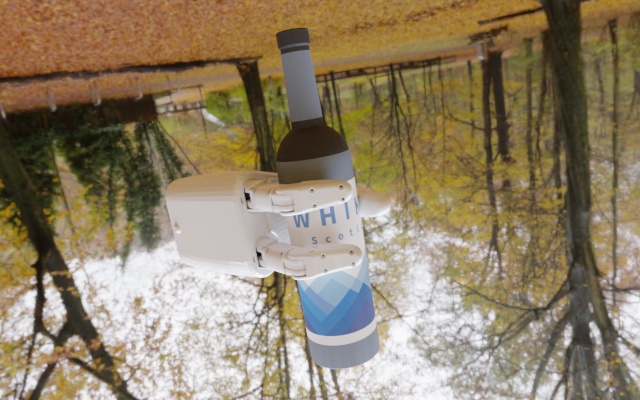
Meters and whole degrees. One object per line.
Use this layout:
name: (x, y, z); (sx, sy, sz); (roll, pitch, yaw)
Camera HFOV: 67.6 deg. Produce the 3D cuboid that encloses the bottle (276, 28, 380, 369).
bottle: (0.000, 0.002, 0.427); (0.069, 0.296, 0.069); (-9, 12, 2)
